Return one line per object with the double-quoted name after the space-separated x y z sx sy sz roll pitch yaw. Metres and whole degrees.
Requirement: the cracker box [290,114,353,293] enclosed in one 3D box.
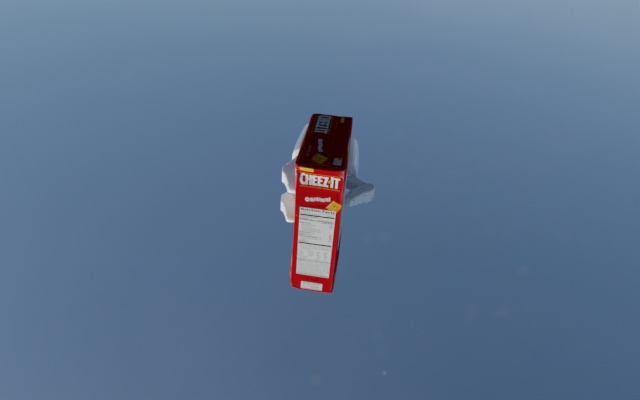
0.000 0.002 0.711 0.072 0.214 0.164 6 34 3 "cracker box"
